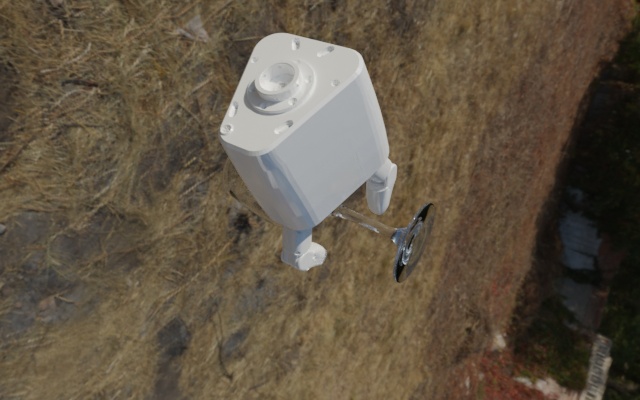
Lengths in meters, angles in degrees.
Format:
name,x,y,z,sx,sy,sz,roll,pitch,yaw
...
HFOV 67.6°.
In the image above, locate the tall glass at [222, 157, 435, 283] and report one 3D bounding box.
name,x,y,z,sx,sy,sz,roll,pitch,yaw
tall glass,0.001,0.002,0.453,0.201,0.079,0.079,23,11,27
